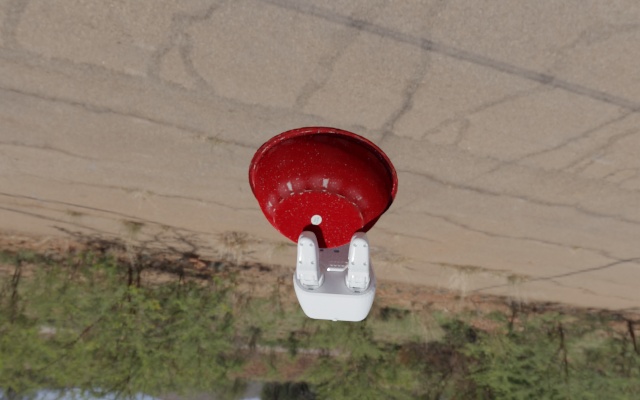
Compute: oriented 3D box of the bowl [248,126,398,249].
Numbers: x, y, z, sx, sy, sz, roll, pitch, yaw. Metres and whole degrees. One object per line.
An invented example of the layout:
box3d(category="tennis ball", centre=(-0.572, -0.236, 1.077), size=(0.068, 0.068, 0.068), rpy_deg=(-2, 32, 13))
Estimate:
box3d(category="bowl", centre=(0.000, 0.001, 0.499), size=(0.162, 0.055, 0.162), rpy_deg=(4, -42, 3))
